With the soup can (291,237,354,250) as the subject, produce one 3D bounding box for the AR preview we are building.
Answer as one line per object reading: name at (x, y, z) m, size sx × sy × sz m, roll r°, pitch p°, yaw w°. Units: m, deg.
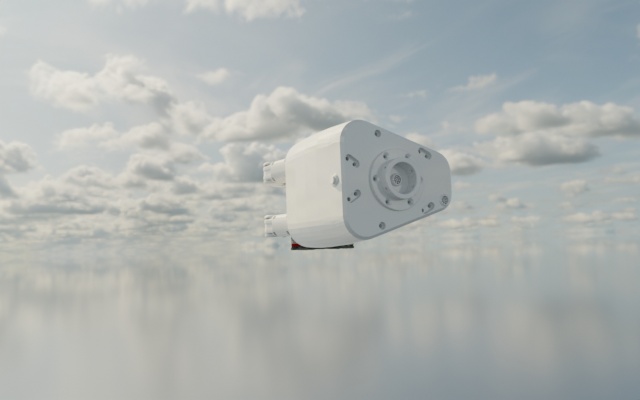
soup can at (0.000, 0.001, 0.514) m, size 0.068 × 0.102 × 0.068 m, roll -2°, pitch -5°, yaw 0°
